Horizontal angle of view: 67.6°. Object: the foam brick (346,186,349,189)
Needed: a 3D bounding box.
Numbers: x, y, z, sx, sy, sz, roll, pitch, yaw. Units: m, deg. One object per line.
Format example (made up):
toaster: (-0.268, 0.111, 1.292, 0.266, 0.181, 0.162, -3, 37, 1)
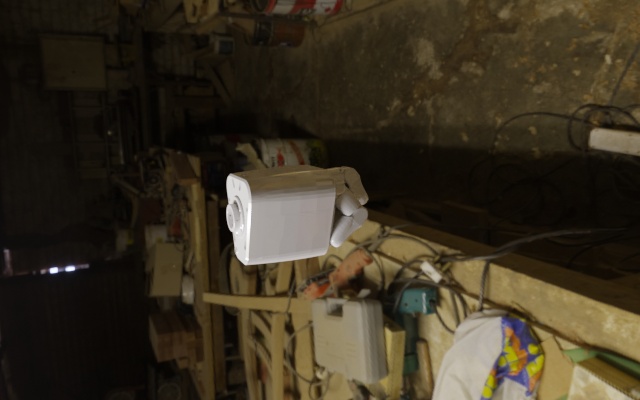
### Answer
foam brick: (0.000, 0.002, 0.661, 0.051, 0.053, 0.078, -8, 13, -25)
